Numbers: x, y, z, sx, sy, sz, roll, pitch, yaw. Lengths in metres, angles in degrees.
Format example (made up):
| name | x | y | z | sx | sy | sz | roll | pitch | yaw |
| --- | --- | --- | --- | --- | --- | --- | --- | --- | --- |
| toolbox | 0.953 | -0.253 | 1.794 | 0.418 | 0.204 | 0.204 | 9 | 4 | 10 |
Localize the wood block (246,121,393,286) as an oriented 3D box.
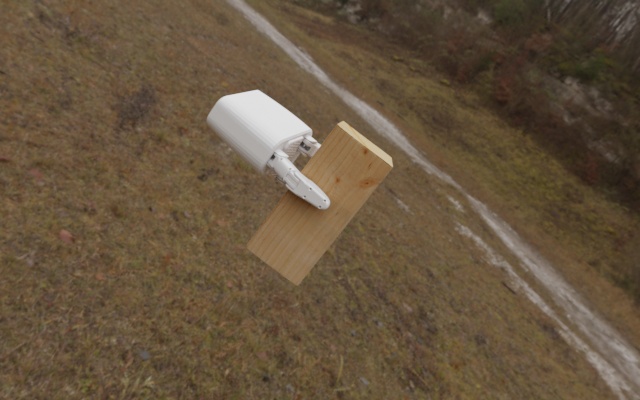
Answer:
| name | x | y | z | sx | sy | sz | roll | pitch | yaw |
| --- | --- | --- | --- | --- | --- | --- | --- | --- | --- |
| wood block | 0.000 | 0.002 | 0.657 | 0.090 | 0.206 | 0.091 | 37 | 15 | -1 |
